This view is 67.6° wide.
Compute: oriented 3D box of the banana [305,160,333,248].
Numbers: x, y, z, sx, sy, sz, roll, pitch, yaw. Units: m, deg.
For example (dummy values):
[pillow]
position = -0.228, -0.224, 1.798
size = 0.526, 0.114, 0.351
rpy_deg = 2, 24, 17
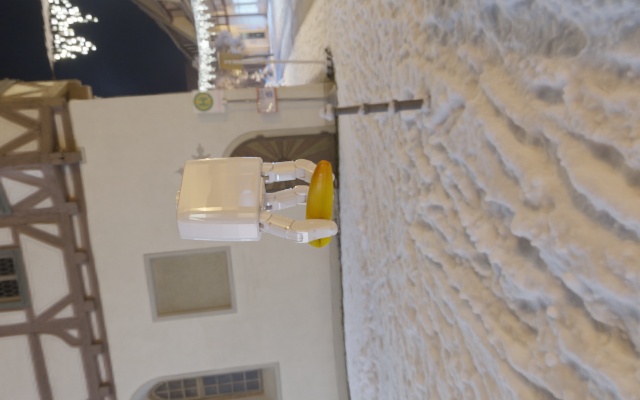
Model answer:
[banana]
position = -0.001, 0.020, 0.666
size = 0.037, 0.069, 0.198
rpy_deg = 4, -26, 3
